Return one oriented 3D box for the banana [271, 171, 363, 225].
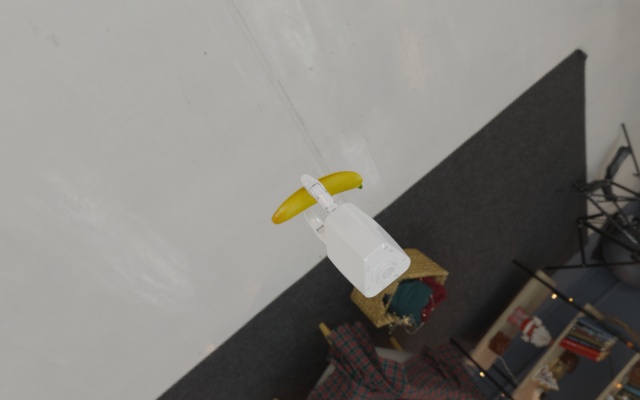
[{"bbox_3d":[0.004,-0.012,0.836,0.198,0.070,0.037,-21,49,-26],"label":"banana"}]
